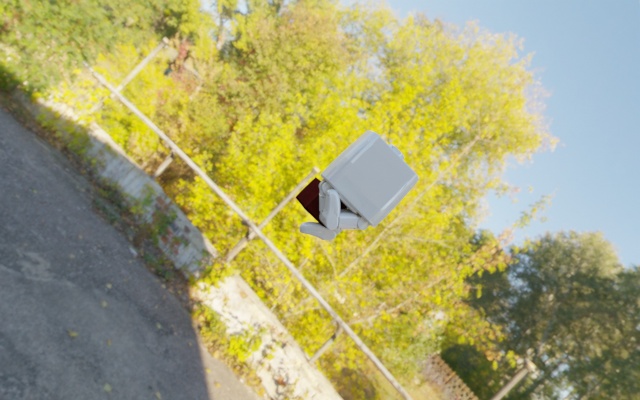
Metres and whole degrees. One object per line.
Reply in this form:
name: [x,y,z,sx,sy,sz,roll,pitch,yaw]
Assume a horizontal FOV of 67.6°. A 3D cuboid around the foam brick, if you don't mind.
foam brick: [0.000,0.003,0.800,0.053,0.051,0.078,44,0,-21]
